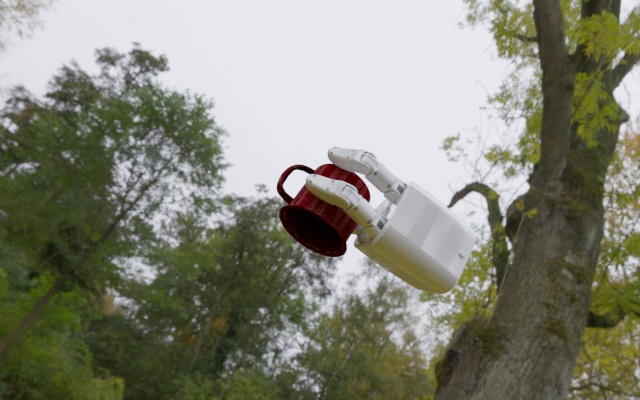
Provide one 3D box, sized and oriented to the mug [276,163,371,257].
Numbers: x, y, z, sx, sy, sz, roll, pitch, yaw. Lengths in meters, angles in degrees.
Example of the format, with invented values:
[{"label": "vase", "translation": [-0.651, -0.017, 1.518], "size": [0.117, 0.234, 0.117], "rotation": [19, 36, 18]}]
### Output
[{"label": "mug", "translation": [-0.001, 0.001, 0.584], "size": [0.117, 0.081, 0.093], "rotation": [38, -30, -6]}]
